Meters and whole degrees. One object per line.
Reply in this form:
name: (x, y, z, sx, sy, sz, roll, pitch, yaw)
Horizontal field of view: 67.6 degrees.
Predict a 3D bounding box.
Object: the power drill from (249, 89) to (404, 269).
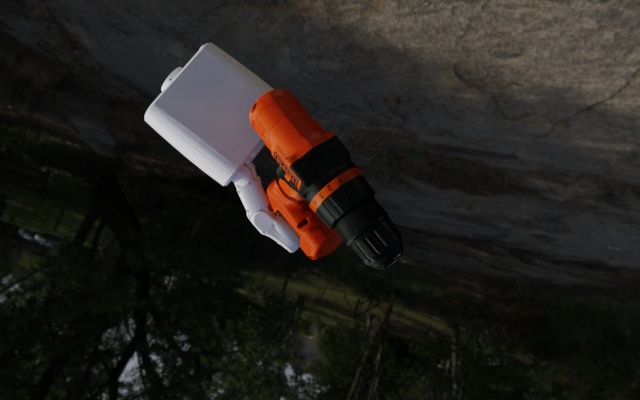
power drill: (0.000, 0.002, 0.472, 0.057, 0.184, 0.188, -33, -12, -16)
